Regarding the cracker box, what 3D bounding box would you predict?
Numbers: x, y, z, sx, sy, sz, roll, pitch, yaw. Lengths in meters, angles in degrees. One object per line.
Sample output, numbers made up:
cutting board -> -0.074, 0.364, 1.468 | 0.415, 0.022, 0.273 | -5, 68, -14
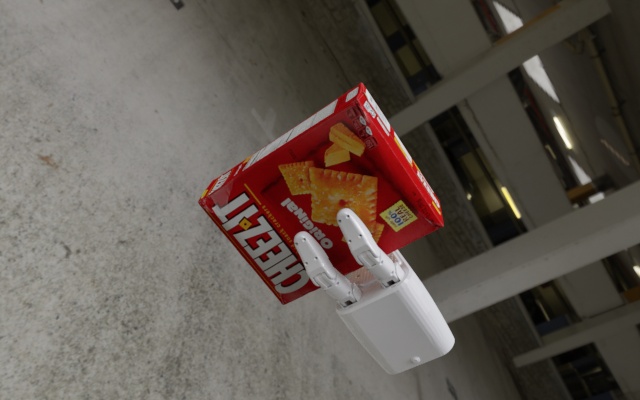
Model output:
cracker box -> 0.000, 0.002, 0.528 | 0.214, 0.164, 0.072 | -30, 18, 20
